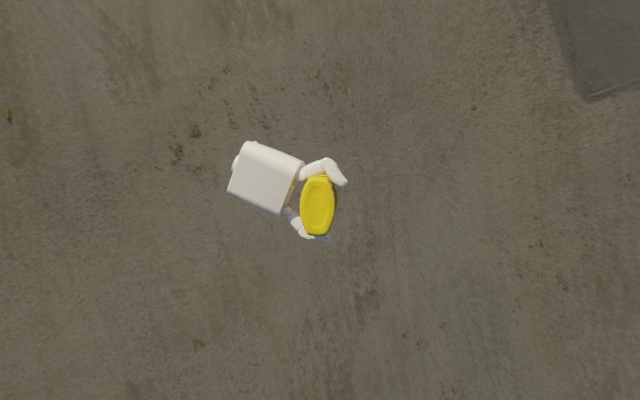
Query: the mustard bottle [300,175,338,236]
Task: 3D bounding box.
[{"bbox_3d":[0.000,0.003,0.856,0.058,0.096,0.191,-1,5,4],"label":"mustard bottle"}]
